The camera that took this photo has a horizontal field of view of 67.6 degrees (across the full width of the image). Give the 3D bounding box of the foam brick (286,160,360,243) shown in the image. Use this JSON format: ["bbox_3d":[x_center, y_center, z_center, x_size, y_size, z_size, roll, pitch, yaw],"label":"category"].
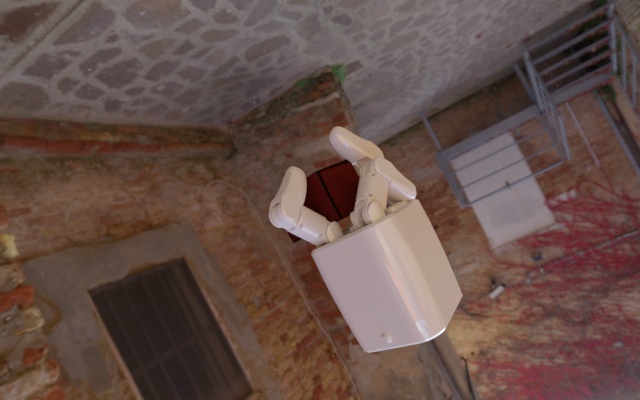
[{"bbox_3d":[0.000,0.002,0.477,0.053,0.051,0.078,-25,-3,-45],"label":"foam brick"}]
